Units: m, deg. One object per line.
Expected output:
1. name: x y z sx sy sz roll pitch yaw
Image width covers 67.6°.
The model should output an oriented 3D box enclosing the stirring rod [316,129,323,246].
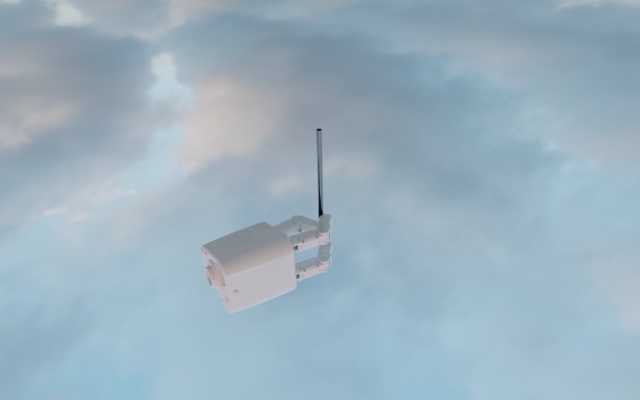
1. stirring rod: 0.000 0.002 0.731 0.011 0.240 0.011 -1 33 1
